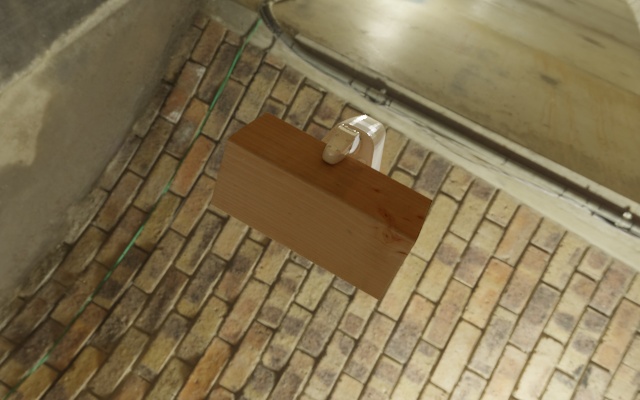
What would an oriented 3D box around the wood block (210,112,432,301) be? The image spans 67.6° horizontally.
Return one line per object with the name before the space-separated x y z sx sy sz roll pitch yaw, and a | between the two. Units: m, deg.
wood block | 0.000 0.001 0.509 0.206 0.091 0.090 28 35 8
